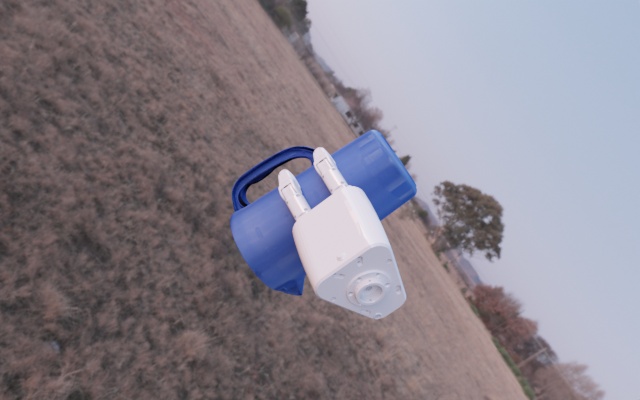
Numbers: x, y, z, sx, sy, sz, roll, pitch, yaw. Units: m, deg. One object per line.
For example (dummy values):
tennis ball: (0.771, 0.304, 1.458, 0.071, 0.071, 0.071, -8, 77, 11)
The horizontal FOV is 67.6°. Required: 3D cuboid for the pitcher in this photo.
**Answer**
pitcher: (0.000, 0.002, 0.665, 0.243, 0.149, 0.145, -34, 35, 9)
